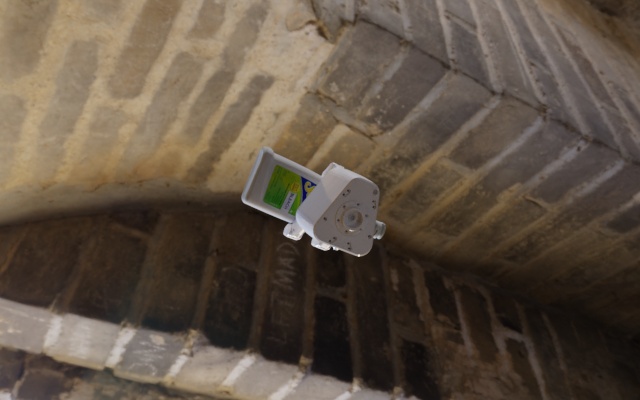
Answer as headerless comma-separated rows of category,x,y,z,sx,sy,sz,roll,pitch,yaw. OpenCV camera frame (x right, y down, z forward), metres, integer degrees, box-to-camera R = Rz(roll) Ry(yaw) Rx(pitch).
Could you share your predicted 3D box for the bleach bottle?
bleach bottle,0.000,0.003,0.812,0.251,0.102,0.068,22,4,-17
